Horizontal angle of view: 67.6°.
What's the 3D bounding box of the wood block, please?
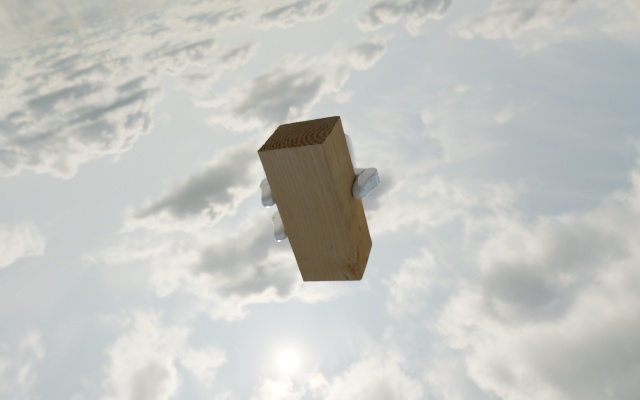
[{"bbox_3d":[0.001,0.002,0.649,0.091,0.206,0.090,-5,30,22],"label":"wood block"}]
